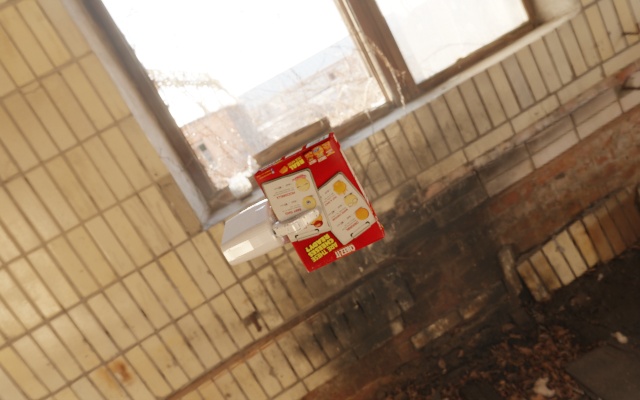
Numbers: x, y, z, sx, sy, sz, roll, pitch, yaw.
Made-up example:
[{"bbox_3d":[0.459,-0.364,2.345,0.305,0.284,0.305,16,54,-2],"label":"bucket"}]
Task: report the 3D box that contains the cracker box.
[{"bbox_3d":[0.000,0.003,0.897,0.164,0.214,0.072,-26,13,11],"label":"cracker box"}]
